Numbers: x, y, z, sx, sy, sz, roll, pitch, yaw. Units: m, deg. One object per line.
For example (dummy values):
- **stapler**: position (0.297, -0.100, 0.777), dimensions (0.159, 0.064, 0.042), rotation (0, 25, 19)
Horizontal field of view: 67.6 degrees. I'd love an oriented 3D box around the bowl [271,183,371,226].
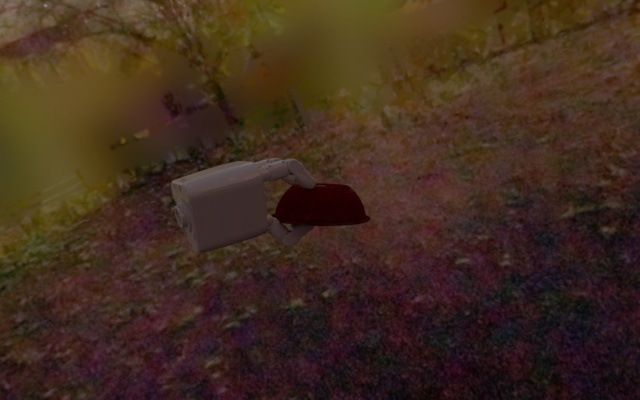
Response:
- **bowl**: position (0.001, 0.002, 0.768), dimensions (0.162, 0.055, 0.162), rotation (1, 6, 0)
